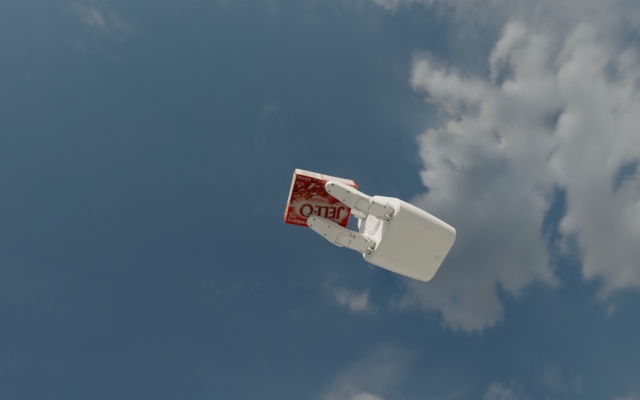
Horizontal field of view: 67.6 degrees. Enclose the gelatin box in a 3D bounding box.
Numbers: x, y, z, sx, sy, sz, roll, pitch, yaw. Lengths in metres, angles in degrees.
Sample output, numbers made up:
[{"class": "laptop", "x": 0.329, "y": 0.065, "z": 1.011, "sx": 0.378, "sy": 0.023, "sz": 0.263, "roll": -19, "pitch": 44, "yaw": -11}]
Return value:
[{"class": "gelatin box", "x": 0.000, "y": 0.002, "z": 0.667, "sx": 0.089, "sy": 0.073, "sz": 0.030, "roll": 11, "pitch": 17, "yaw": -10}]
